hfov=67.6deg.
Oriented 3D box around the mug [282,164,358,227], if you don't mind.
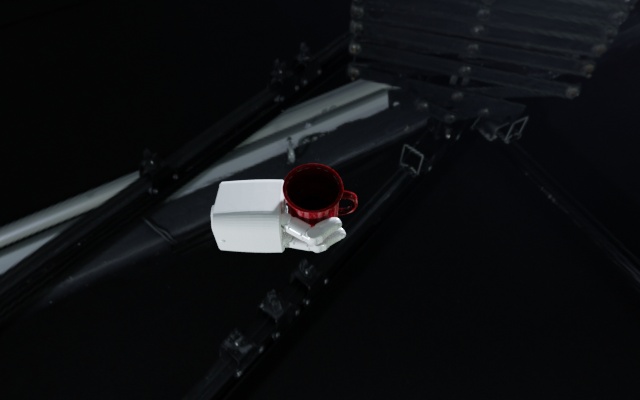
[{"bbox_3d":[0.002,0.003,0.758,0.117,0.093,0.082,0,-34,0],"label":"mug"}]
